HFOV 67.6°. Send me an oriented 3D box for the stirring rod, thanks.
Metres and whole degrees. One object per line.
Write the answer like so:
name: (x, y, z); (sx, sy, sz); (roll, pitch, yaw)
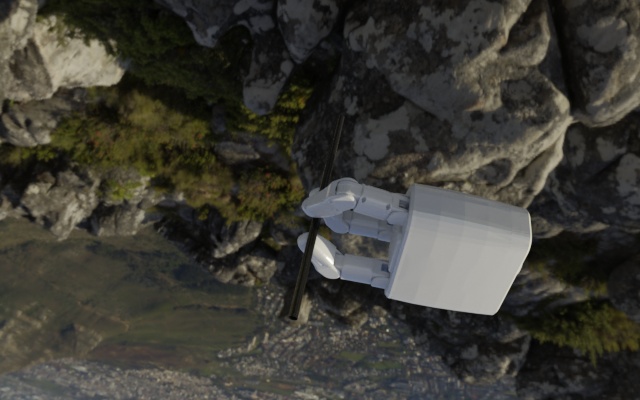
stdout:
stirring rod: (0.000, 0.001, 0.459); (0.011, 0.239, 0.011); (9, -37, 7)
